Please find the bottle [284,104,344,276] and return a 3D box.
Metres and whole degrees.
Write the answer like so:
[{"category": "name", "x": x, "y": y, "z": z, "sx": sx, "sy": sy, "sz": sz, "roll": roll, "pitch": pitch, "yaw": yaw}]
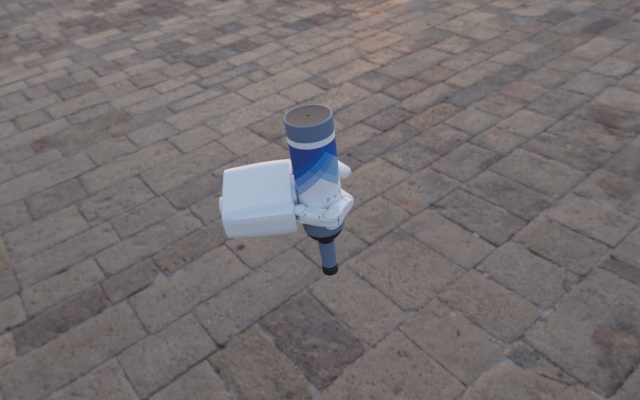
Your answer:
[{"category": "bottle", "x": 0.000, "y": 0.002, "z": 0.726, "sx": 0.069, "sy": 0.296, "sz": 0.069, "roll": -5, "pitch": 37, "yaw": 4}]
